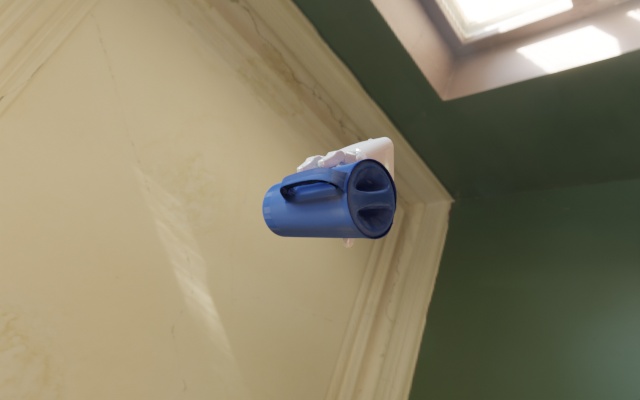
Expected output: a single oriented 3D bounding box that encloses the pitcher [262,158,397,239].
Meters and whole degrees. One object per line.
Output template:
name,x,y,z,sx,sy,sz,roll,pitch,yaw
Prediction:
pitcher,0.000,0.003,0.856,0.243,0.149,0.145,-8,17,44
